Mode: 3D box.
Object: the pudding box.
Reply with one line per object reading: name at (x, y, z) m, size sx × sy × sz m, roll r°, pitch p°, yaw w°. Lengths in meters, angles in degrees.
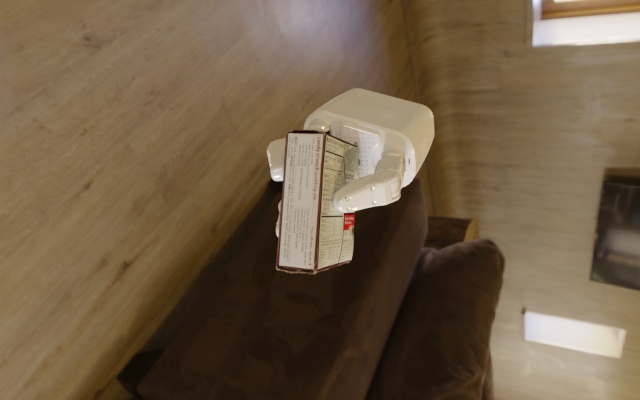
pudding box at (0.000, 0.001, 0.408) m, size 0.039 × 0.113 × 0.090 m, roll 2°, pitch -1°, yaw 22°
